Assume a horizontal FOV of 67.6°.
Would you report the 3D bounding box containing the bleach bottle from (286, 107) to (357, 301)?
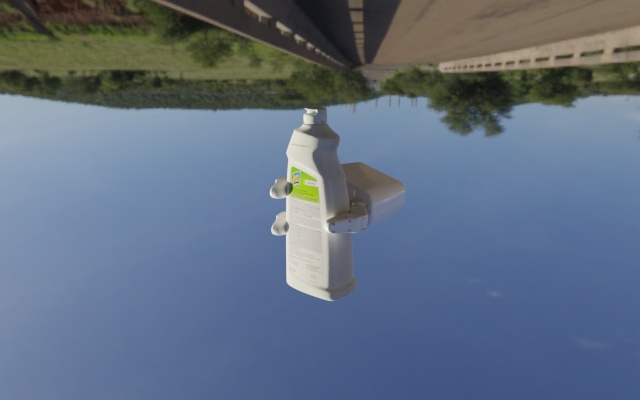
[{"bbox_3d":[0.000,0.002,0.649,0.102,0.251,0.068,12,19,36],"label":"bleach bottle"}]
